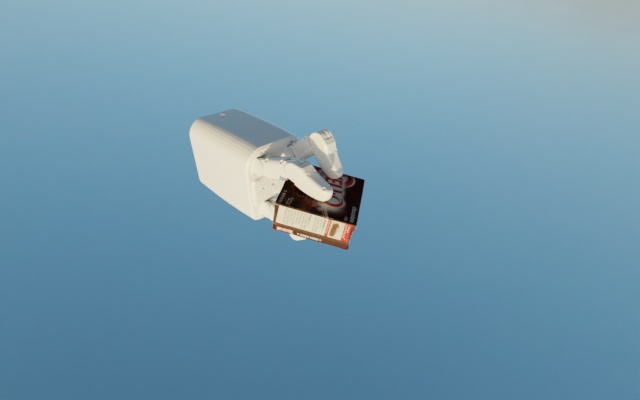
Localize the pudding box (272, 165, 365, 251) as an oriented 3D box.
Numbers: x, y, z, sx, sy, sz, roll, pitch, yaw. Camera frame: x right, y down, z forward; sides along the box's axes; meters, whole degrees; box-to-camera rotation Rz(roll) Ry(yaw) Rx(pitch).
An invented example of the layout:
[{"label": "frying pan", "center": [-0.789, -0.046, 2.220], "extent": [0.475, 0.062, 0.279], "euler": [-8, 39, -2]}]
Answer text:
[{"label": "pudding box", "center": [0.000, 0.002, 0.548], "extent": [0.090, 0.039, 0.113], "euler": [15, 32, 2]}]
